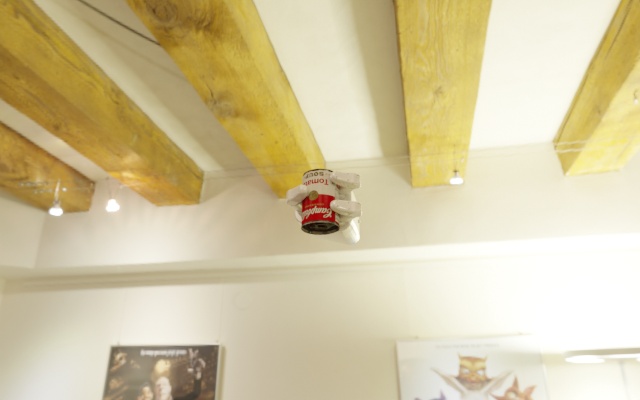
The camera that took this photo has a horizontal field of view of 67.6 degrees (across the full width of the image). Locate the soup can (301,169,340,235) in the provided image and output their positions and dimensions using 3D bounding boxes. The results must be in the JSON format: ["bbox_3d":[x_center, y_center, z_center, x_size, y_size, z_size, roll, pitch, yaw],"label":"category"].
[{"bbox_3d":[0.000,0.002,0.852,0.068,0.102,0.068,0,-23,0],"label":"soup can"}]
